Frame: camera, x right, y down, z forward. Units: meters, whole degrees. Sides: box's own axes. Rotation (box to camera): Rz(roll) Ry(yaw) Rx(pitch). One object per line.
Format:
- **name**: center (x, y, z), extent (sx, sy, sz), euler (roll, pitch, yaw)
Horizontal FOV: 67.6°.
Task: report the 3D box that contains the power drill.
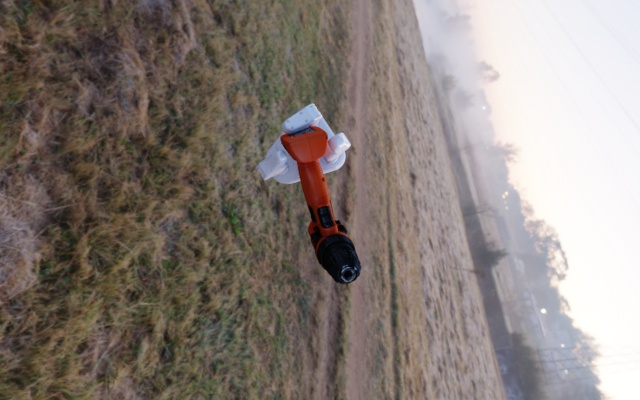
- **power drill**: center (0.000, 0.002, 0.631), extent (0.057, 0.188, 0.184), euler (-16, 17, -8)
